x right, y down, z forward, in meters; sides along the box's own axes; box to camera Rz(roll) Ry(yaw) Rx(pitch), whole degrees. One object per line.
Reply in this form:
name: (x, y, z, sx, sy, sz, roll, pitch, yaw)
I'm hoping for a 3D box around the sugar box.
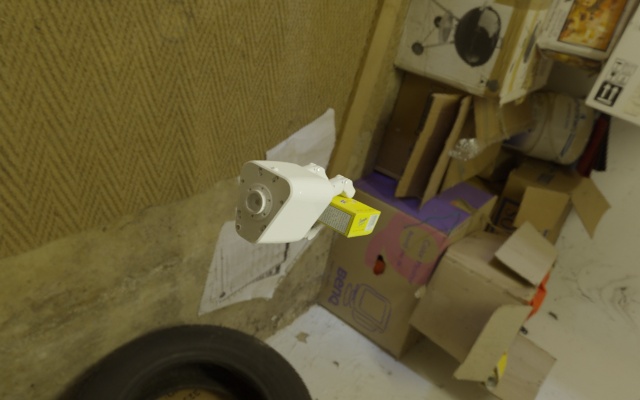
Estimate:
sugar box: (0.000, 0.002, 0.784, 0.176, 0.048, 0.093, 28, 14, 27)
